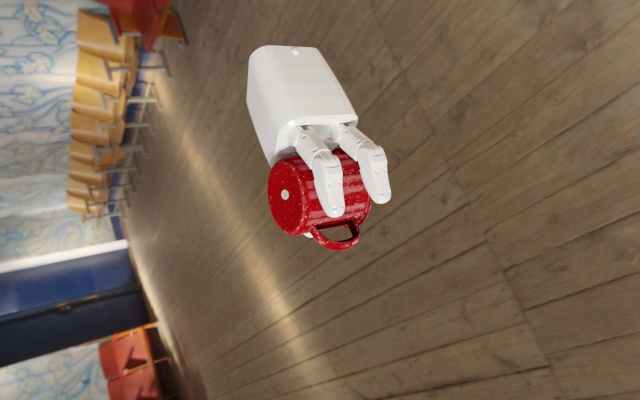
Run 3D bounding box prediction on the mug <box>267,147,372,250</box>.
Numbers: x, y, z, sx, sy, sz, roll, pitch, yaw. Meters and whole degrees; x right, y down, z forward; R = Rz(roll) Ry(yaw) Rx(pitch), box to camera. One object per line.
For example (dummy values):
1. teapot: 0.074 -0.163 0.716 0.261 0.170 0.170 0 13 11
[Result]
1. mug: 0.000 0.003 0.510 0.081 0.117 0.093 -10 -27 -33
